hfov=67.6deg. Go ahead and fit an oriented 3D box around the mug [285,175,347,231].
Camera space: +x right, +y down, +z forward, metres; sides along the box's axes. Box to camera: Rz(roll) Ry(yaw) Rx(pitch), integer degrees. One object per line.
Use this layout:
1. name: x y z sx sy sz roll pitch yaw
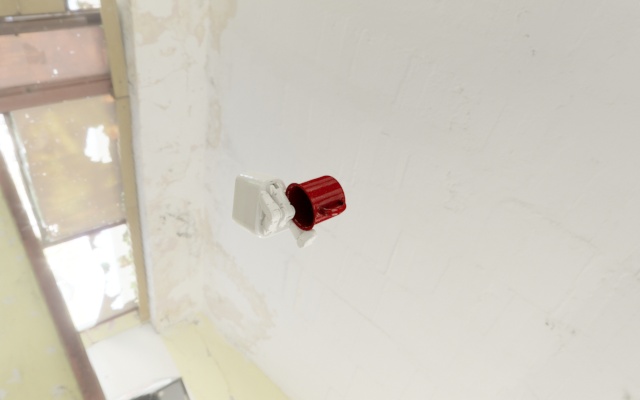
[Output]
1. mug: 0.001 0.003 0.884 0.081 0.093 0.117 -21 24 -34
